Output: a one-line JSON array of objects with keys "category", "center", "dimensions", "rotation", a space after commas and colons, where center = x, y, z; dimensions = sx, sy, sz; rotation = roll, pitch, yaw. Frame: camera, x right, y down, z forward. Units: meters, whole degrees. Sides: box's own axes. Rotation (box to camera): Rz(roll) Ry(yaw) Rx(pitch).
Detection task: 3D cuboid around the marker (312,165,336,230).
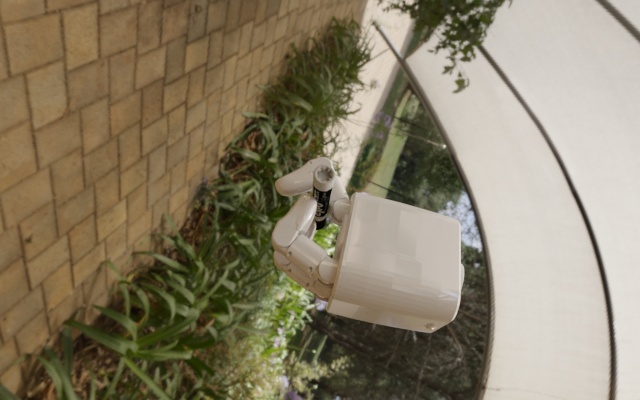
[{"category": "marker", "center": [0.000, 0.001, 0.457], "dimensions": [0.020, 0.020, 0.121], "rotation": [0, -23, -4]}]
